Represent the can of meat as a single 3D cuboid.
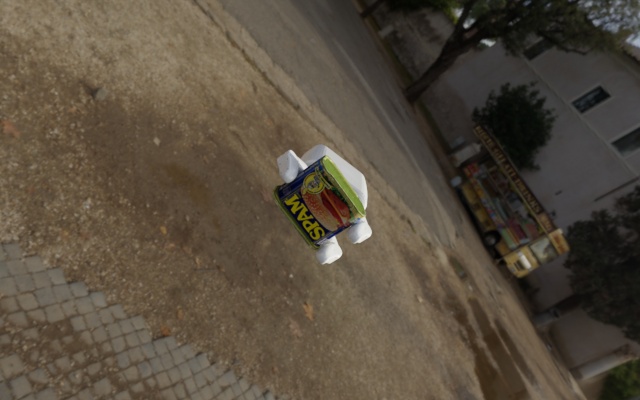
[{"bbox_3d":[0.000,0.002,0.641,0.084,0.102,0.057,-34,12,16],"label":"can of meat"}]
